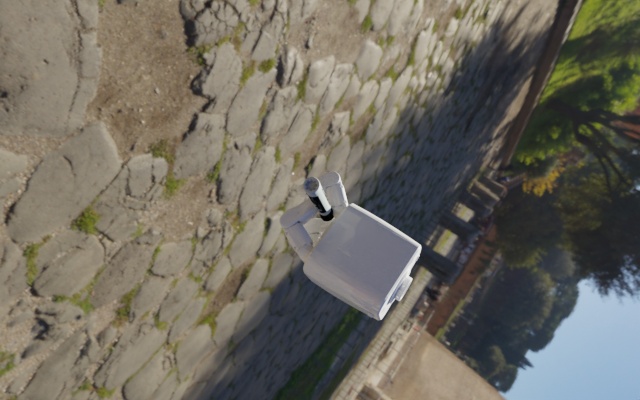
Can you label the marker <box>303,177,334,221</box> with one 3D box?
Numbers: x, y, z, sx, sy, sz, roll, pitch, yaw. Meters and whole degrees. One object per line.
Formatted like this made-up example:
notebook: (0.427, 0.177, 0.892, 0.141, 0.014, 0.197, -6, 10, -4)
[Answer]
marker: (0.000, 0.002, 0.572, 0.020, 0.020, 0.121, 0, -18, 10)
